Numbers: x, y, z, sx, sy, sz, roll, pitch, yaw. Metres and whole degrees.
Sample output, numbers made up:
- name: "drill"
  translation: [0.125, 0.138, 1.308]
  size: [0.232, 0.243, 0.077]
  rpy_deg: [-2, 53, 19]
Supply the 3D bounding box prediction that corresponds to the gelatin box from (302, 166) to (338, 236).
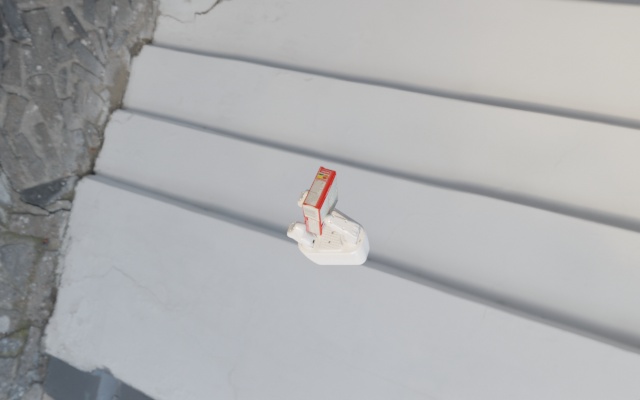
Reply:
- name: "gelatin box"
  translation: [0.001, 0.002, 0.743]
  size: [0.030, 0.073, 0.089]
  rpy_deg: [18, -28, 13]
